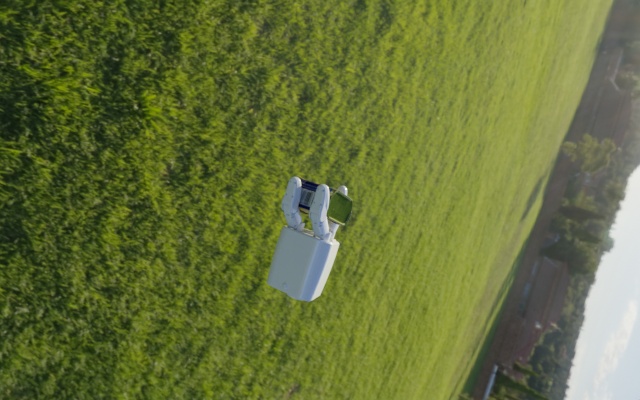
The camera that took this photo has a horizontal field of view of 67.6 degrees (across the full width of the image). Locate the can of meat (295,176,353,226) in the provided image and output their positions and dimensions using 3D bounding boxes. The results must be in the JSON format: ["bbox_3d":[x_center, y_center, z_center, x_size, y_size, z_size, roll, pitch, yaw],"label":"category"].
[{"bbox_3d":[0.000,0.003,0.834,0.084,0.057,0.102,18,-5,29],"label":"can of meat"}]
